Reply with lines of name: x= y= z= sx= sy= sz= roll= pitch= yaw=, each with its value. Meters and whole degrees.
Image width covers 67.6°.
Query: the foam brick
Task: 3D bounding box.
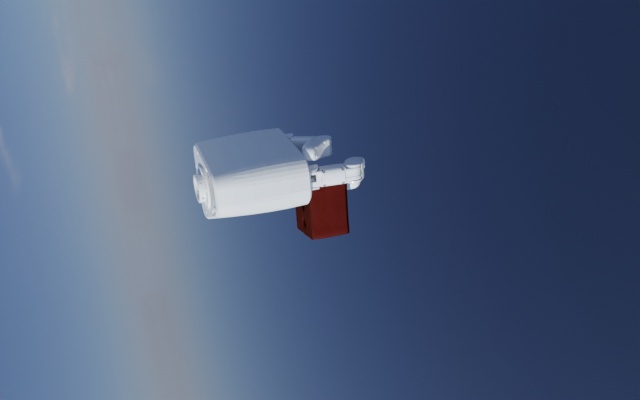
foam brick: x=0.000 y=0.002 z=0.588 sx=0.051 sy=0.078 sz=0.053 roll=-12 pitch=19 yaw=-23
